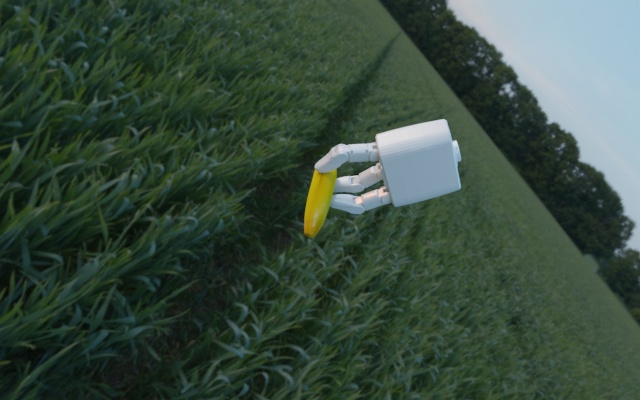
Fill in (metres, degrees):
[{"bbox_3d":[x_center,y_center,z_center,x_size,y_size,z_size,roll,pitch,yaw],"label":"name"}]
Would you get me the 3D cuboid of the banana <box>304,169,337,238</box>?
[{"bbox_3d":[0.003,-0.016,0.752,0.037,0.070,0.197,9,26,2],"label":"banana"}]
